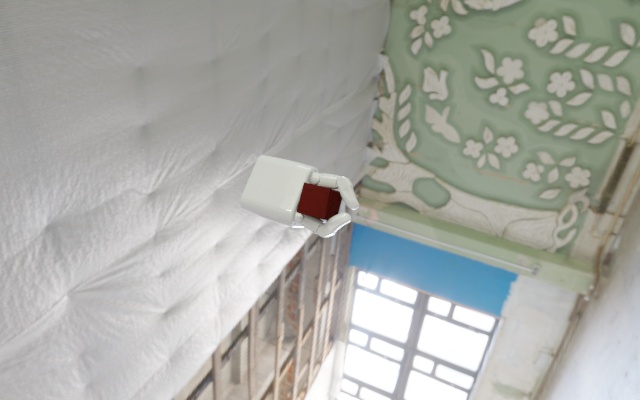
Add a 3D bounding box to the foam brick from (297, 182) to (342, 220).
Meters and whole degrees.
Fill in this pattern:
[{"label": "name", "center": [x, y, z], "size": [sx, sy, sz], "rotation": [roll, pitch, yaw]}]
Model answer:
[{"label": "foam brick", "center": [0.000, 0.003, 0.809], "size": [0.051, 0.053, 0.078], "rotation": [15, 1, 17]}]
